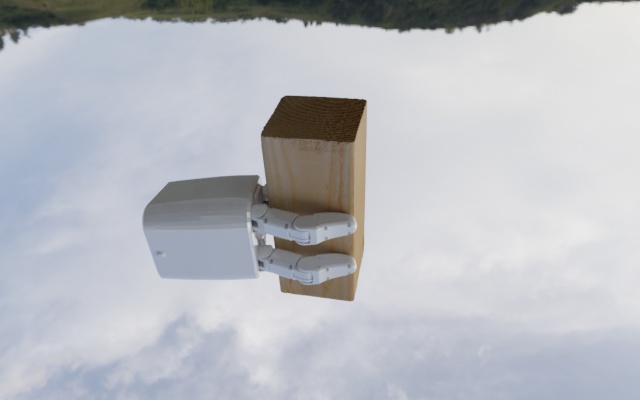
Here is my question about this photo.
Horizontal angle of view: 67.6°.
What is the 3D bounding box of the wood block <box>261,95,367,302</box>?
[{"bbox_3d":[0.000,0.002,0.516,0.090,0.206,0.090,5,38,10],"label":"wood block"}]
